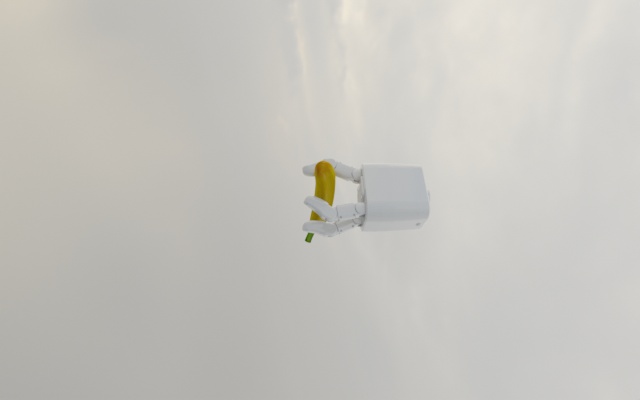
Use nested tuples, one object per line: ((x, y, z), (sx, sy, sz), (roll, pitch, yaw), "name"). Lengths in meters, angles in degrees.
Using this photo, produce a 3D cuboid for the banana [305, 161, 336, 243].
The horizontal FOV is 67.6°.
((0.004, -0.008, 0.826), (0.037, 0.069, 0.198), (13, -43, 5), "banana")
